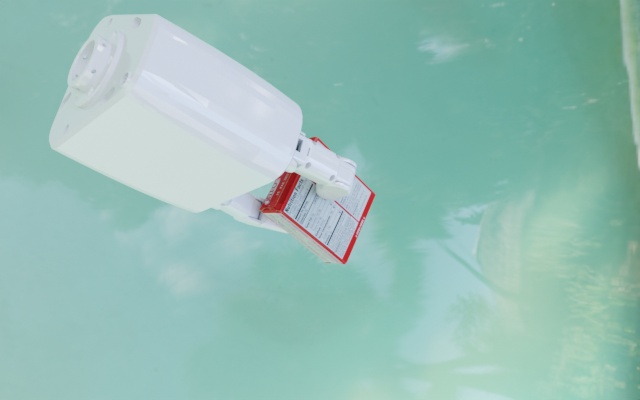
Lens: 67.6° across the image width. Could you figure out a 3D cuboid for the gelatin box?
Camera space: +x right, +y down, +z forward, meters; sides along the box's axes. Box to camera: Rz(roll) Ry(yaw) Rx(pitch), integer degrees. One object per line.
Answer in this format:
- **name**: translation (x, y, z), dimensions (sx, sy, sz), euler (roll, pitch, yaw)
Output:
- **gelatin box**: translation (0.001, 0.001, 0.404), dimensions (0.030, 0.073, 0.089), euler (-2, -35, 48)
